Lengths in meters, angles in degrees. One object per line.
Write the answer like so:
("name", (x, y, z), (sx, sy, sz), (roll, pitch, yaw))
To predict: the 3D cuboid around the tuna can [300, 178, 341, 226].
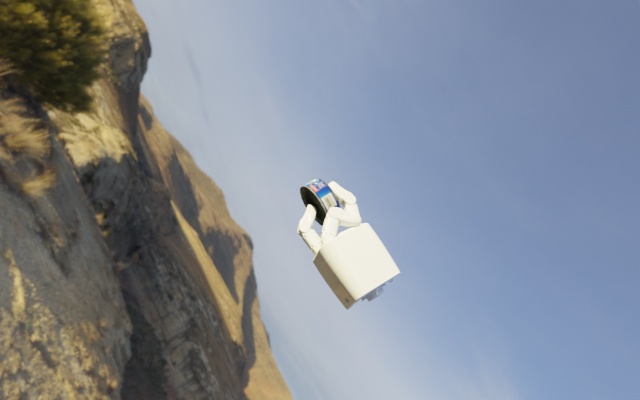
("tuna can", (0.001, 0.003, 0.880), (0.033, 0.086, 0.086), (-32, 12, -20))
